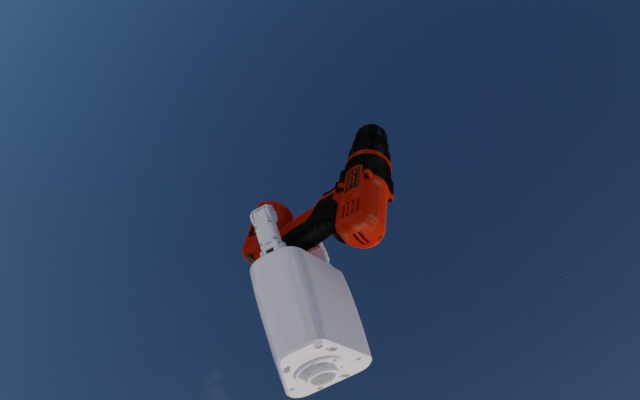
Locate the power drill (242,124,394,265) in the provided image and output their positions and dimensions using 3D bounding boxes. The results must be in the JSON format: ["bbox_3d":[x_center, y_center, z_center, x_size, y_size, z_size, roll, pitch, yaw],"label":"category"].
[{"bbox_3d":[0.000,0.002,0.560,0.188,0.184,0.057,-30,-61,32],"label":"power drill"}]
